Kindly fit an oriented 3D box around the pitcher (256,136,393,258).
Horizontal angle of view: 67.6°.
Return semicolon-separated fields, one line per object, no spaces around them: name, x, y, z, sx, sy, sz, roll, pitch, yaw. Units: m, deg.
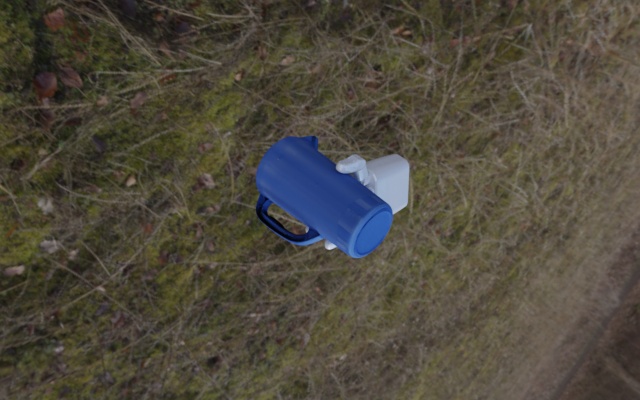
pitcher;0.000;0.003;0.851;0.145;0.149;0.242;-22;46;-39
